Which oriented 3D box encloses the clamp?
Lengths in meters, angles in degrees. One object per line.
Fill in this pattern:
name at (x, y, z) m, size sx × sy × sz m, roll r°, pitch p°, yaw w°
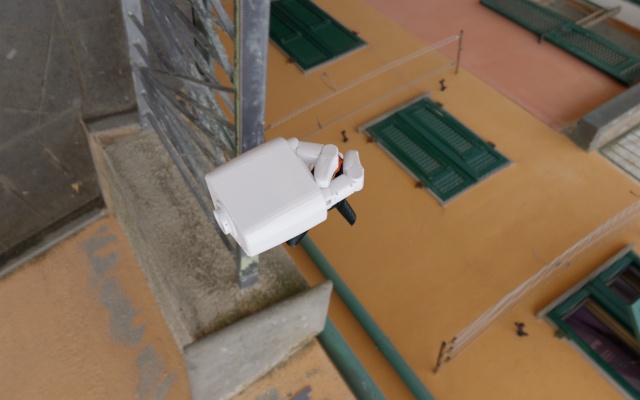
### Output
clamp at (0.001, 0.002, 0.679) m, size 0.120 × 0.172 × 0.039 m, roll -29°, pitch 55°, yaw -19°
